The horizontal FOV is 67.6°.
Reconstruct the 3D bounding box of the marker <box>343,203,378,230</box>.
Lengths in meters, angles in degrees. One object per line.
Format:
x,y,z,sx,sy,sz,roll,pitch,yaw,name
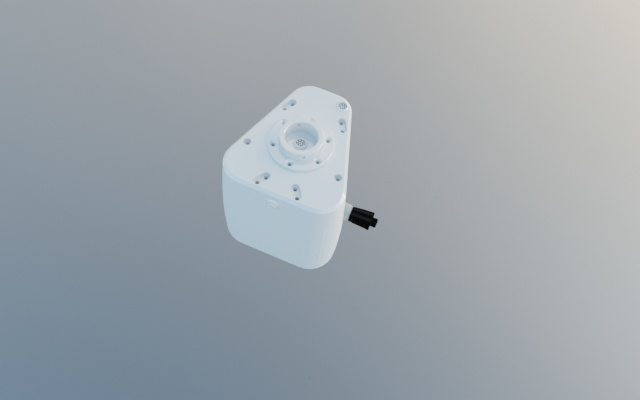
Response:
0.000,0.002,0.483,0.121,0.020,0.020,21,2,5,marker
